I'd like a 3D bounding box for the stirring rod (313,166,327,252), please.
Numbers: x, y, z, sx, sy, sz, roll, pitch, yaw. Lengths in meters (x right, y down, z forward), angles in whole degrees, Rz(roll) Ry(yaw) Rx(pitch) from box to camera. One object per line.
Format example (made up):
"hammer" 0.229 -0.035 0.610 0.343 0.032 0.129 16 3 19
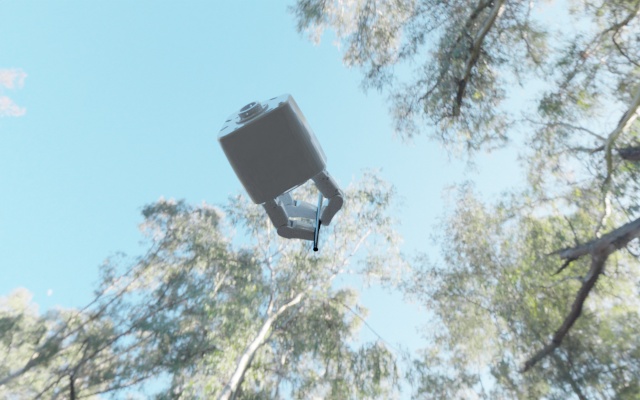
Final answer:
"stirring rod" 0.000 0.002 0.734 0.011 0.011 0.239 0 31 4
